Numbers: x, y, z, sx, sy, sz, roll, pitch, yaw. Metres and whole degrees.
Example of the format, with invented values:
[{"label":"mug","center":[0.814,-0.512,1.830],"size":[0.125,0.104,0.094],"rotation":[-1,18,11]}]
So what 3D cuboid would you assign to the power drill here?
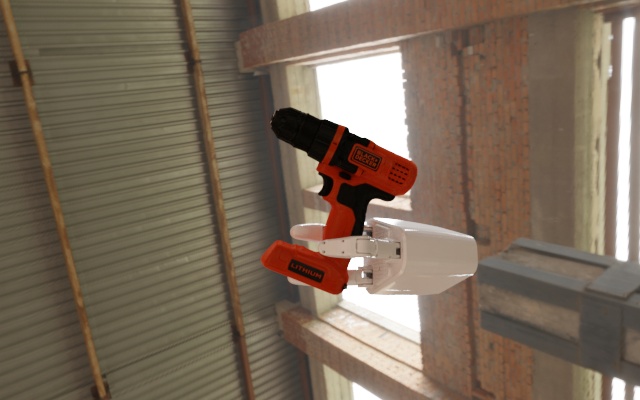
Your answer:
[{"label":"power drill","center":[0.000,0.002,0.564],"size":[0.184,0.187,0.057],"rotation":[24,3,-3]}]
